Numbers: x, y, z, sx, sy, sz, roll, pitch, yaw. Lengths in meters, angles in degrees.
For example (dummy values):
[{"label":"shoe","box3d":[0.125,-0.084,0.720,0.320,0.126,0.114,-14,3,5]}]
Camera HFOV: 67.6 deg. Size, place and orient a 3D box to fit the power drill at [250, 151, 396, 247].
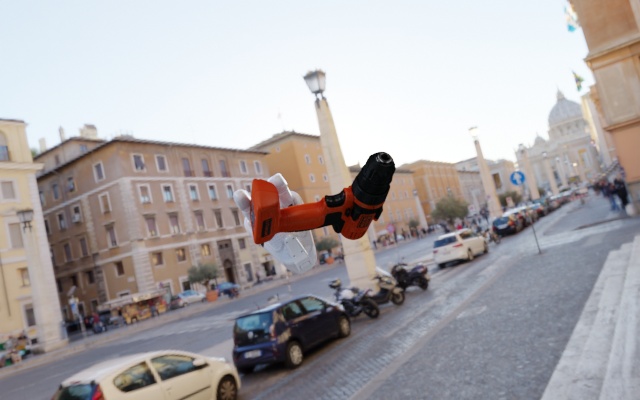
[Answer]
[{"label":"power drill","box3d":[0.000,0.002,0.658,0.187,0.057,0.185,-3,-35,-15]}]
